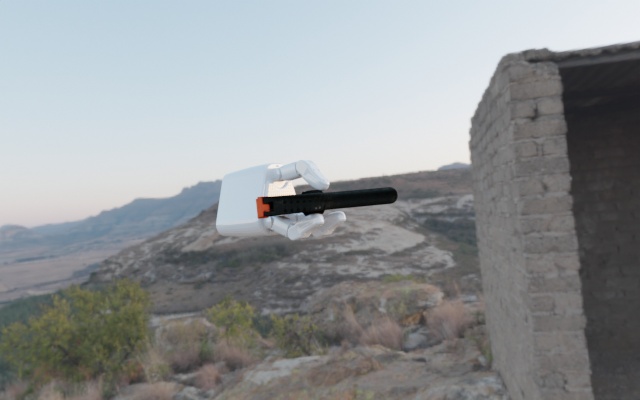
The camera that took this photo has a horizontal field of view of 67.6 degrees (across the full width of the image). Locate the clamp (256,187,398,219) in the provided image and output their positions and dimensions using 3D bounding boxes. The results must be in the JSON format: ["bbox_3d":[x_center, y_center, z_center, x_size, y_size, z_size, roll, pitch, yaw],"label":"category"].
[{"bbox_3d":[-0.001,0.001,0.689,0.164,0.036,0.210,-8,-2,38],"label":"clamp"}]
